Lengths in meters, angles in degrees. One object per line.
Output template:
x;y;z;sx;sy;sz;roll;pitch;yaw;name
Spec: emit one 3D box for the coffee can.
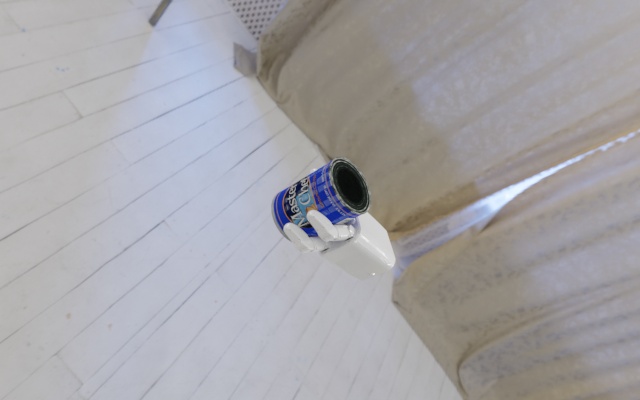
0.000;0.003;0.812;0.140;0.102;0.103;-29;-17;35;coffee can
